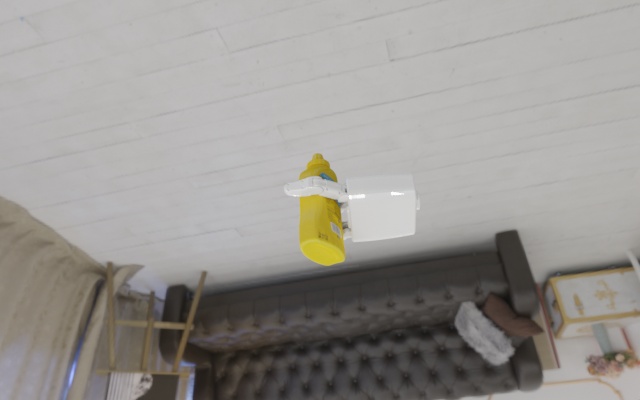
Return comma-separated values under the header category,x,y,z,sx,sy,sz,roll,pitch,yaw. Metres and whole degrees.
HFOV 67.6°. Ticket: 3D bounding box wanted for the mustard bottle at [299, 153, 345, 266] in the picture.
category,x,y,z,sx,sy,sz,roll,pitch,yaw
mustard bottle,0.000,0.003,0.781,0.058,0.191,0.096,-19,-36,24
